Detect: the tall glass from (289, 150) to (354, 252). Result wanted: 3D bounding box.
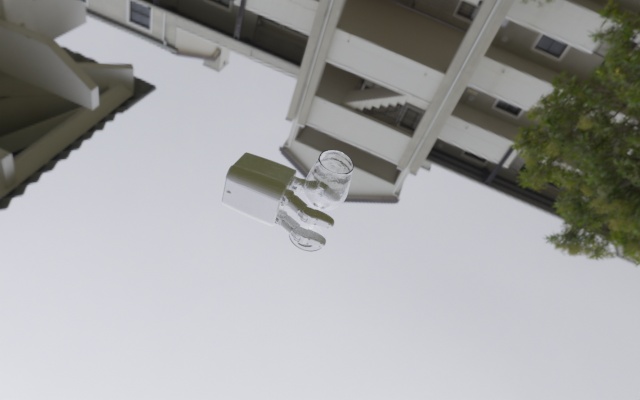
[{"bbox_3d":[0.000,0.003,0.869,0.079,0.079,0.201,0,-43,-22],"label":"tall glass"}]
